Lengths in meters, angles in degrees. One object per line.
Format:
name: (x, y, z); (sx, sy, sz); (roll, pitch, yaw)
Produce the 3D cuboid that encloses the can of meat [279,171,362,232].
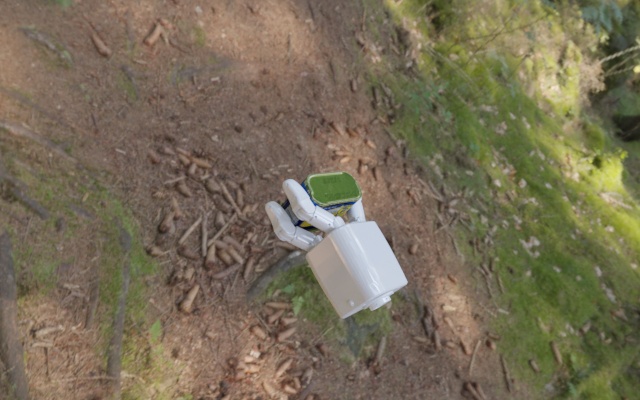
can of meat: (0.000, 0.002, 0.711); (0.102, 0.057, 0.084); (-9, -26, -41)
